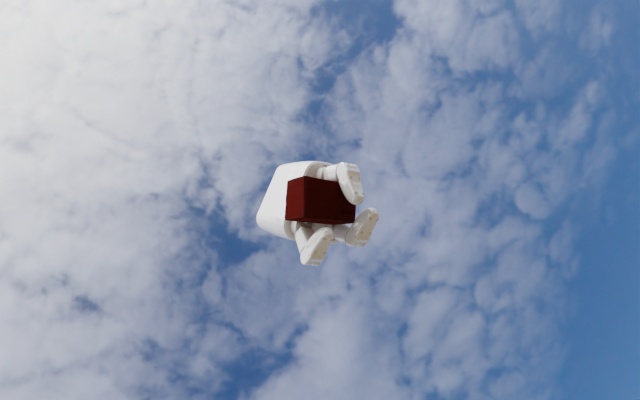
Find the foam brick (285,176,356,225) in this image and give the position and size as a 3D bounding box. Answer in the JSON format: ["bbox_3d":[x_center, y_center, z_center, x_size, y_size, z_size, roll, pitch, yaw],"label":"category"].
[{"bbox_3d":[0.000,0.002,0.604,0.078,0.053,0.051,8,-9,-31],"label":"foam brick"}]
